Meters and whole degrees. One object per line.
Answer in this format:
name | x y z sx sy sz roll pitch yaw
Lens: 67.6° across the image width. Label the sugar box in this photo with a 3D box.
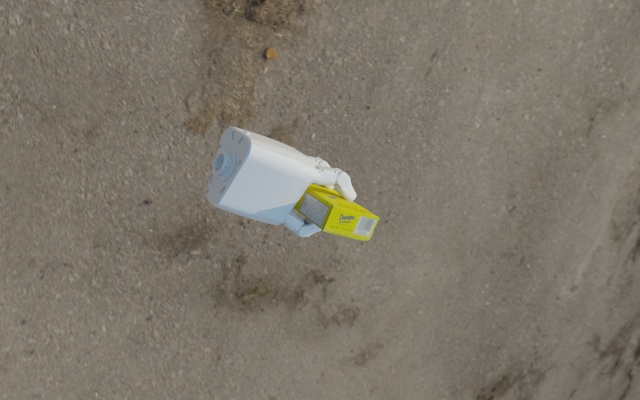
sugar box | 0.000 0.002 0.739 0.093 0.048 0.176 16 14 -38
